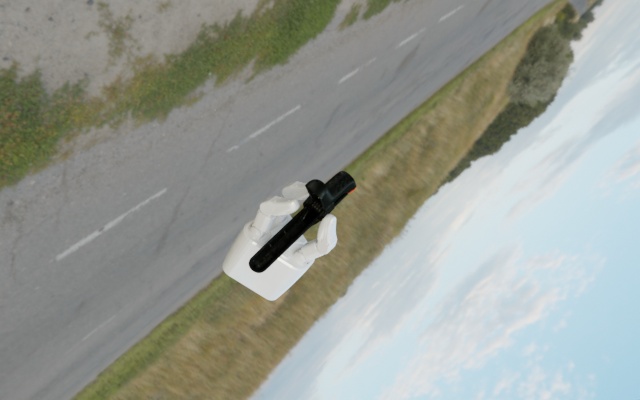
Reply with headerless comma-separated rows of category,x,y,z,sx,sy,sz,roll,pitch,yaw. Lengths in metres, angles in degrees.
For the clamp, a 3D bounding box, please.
clamp,0.001,0.003,0.648,0.210,0.036,0.165,-38,-11,-49
